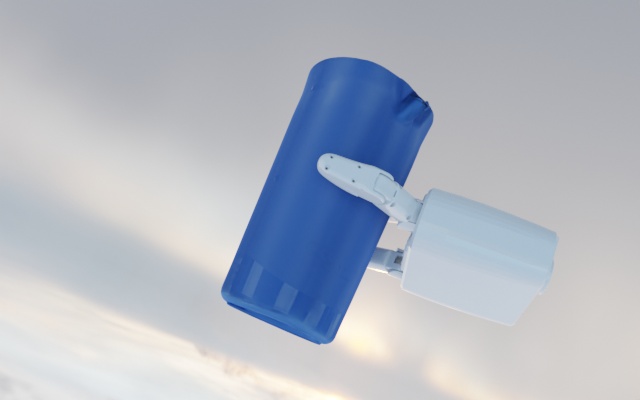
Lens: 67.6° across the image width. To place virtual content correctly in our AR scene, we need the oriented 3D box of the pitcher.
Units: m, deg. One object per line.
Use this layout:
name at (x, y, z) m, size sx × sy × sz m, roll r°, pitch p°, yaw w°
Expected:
pitcher at (0.000, 0.002, 0.456) m, size 0.145 × 0.242 × 0.149 m, roll 20°, pitch -17°, yaw 14°
